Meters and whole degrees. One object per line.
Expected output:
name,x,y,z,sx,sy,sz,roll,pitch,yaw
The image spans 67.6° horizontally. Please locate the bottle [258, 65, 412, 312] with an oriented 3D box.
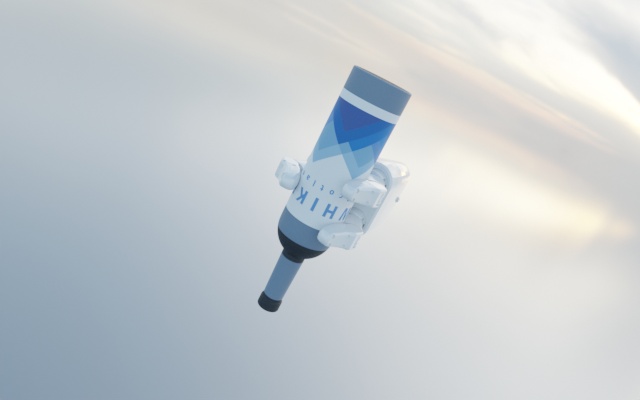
bottle,0.000,0.002,0.530,0.069,0.296,0.069,24,18,-9
